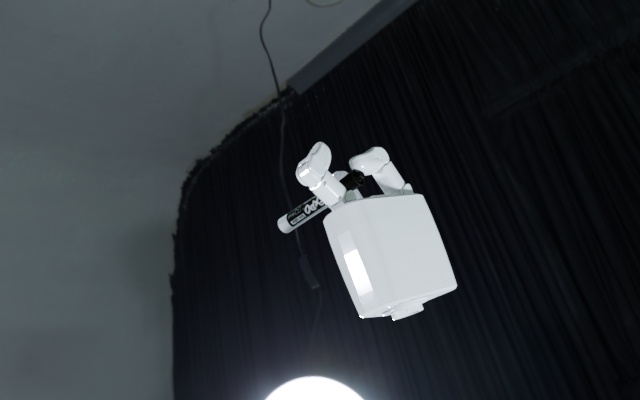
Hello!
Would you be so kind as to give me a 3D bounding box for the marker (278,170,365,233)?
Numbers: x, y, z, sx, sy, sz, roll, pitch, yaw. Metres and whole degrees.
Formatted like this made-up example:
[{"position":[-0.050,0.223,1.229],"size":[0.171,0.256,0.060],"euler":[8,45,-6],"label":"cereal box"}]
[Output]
[{"position":[0.000,0.002,0.508],"size":[0.121,0.020,0.020],"euler":[-33,-20,34],"label":"marker"}]
